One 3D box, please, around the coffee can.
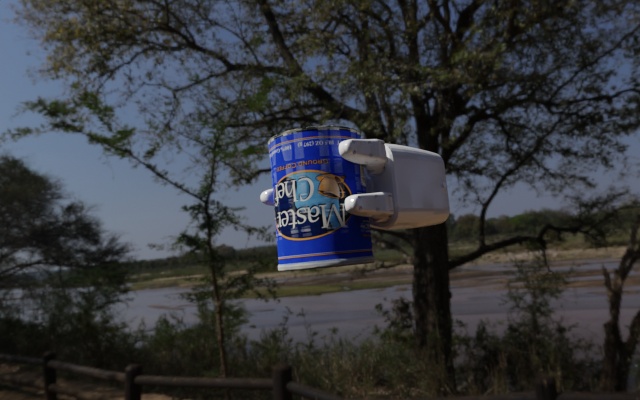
[{"bbox_3d":[0.000,0.002,0.515,0.103,0.140,0.103,-5,-7,-1],"label":"coffee can"}]
